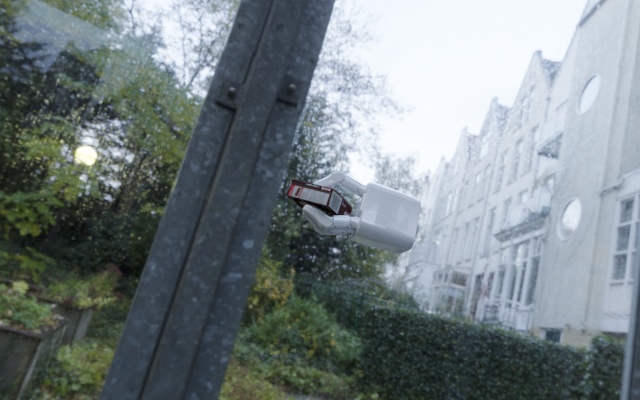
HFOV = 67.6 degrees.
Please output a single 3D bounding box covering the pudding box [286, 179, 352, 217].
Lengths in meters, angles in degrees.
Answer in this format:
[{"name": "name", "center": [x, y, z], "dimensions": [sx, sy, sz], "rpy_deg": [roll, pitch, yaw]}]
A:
[{"name": "pudding box", "center": [0.000, 0.003, 0.894], "dimensions": [0.090, 0.039, 0.113], "rpy_deg": [13, -15, 25]}]
